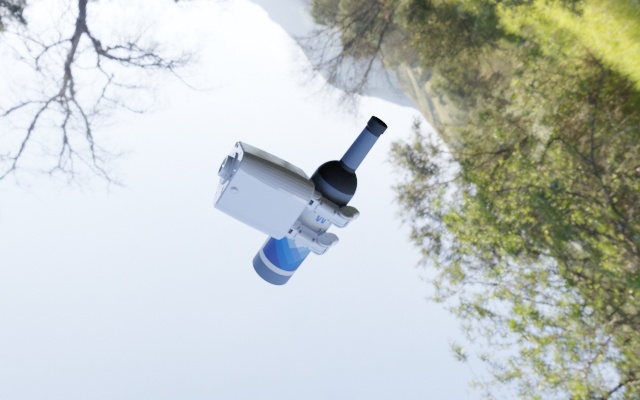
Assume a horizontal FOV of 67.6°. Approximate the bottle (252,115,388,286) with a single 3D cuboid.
[{"bbox_3d":[0.000,0.002,0.696,0.069,0.296,0.069,29,26,-15],"label":"bottle"}]
